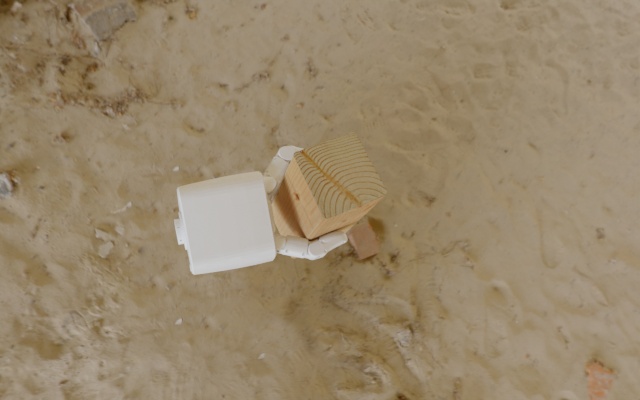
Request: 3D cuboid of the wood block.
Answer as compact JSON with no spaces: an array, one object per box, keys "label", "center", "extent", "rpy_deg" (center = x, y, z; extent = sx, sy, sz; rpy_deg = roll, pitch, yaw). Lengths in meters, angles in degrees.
[{"label":"wood block","center":[0.000,0.003,0.657],"extent":[0.090,0.091,0.206],"rpy_deg":[-22,-12,-20]}]
